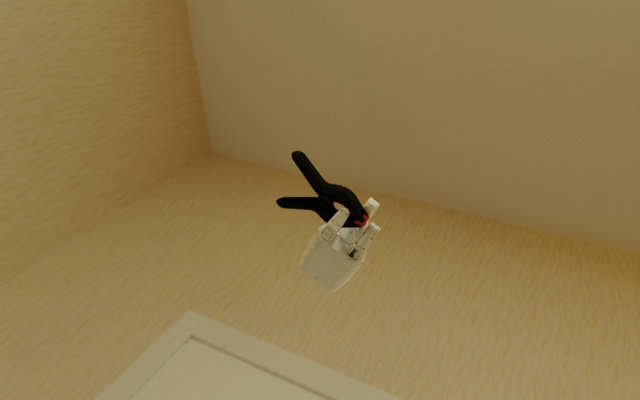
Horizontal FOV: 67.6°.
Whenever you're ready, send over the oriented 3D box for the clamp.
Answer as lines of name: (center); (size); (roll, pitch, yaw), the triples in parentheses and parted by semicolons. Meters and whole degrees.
clamp: (0.001, 0.002, 0.832); (0.171, 0.120, 0.039); (38, 44, 7)
